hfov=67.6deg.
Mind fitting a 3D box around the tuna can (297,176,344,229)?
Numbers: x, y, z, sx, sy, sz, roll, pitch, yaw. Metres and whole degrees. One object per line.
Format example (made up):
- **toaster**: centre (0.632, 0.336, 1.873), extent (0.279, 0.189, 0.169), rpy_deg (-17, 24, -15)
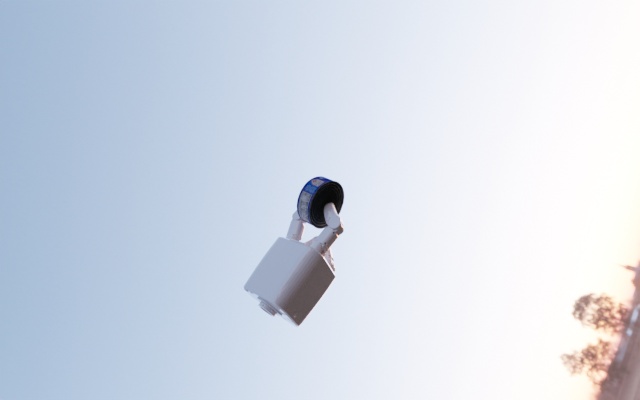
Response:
- **tuna can**: centre (0.000, 0.002, 0.815), extent (0.033, 0.086, 0.086), rpy_deg (25, 16, 38)
